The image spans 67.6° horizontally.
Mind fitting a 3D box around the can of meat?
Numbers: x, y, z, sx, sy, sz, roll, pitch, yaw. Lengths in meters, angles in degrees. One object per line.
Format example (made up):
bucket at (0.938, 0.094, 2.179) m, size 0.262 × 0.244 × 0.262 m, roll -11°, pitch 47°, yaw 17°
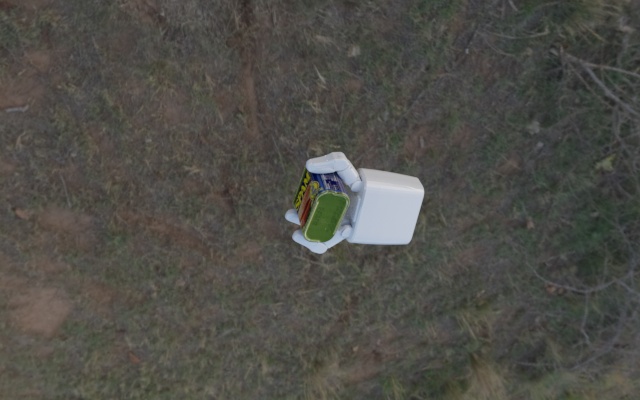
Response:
can of meat at (0.000, 0.003, 0.732) m, size 0.057 × 0.102 × 0.084 m, roll 8°, pitch 35°, yaw -21°
